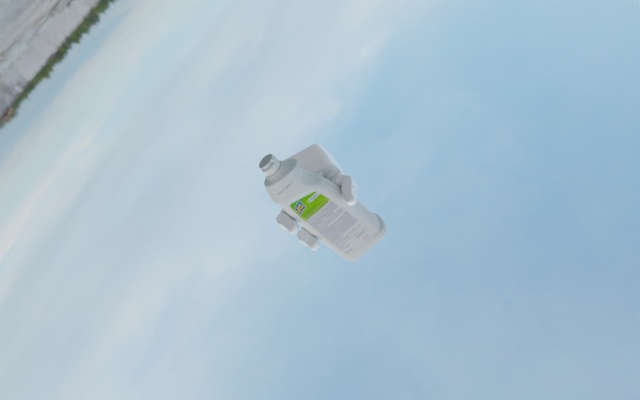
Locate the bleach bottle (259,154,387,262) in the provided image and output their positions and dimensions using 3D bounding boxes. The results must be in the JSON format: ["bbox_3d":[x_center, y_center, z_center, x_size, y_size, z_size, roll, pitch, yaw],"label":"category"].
[{"bbox_3d":[0.000,0.003,0.808,0.251,0.102,0.068,41,12,-32],"label":"bleach bottle"}]
